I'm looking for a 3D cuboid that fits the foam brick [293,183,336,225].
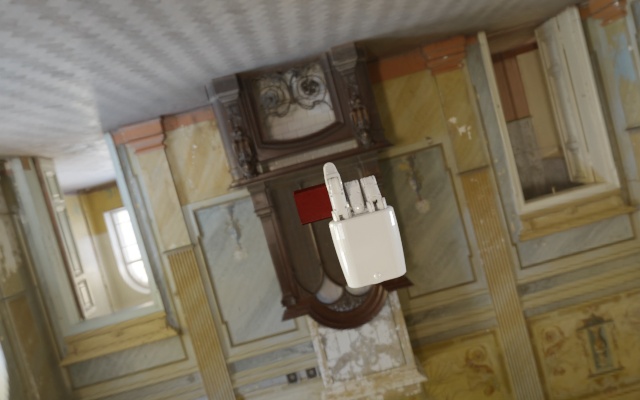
[{"bbox_3d":[0.000,0.002,0.753,0.078,0.051,0.053,-15,8,1],"label":"foam brick"}]
